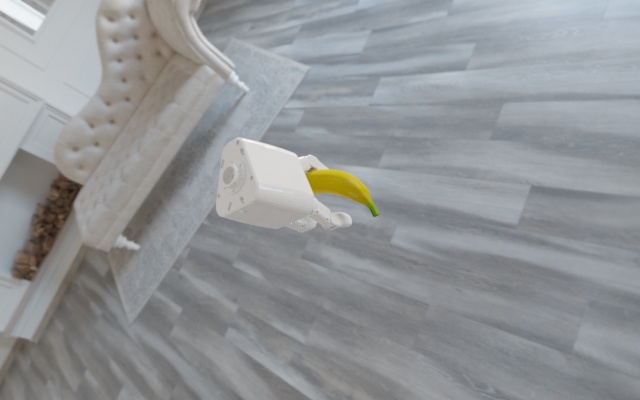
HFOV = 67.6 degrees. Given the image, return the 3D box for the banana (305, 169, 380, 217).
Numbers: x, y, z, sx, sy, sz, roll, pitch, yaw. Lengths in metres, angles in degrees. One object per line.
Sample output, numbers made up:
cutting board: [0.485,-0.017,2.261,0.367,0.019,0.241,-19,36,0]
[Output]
banana: [0.003,-0.016,0.761,0.198,0.069,0.037,6,10,39]
